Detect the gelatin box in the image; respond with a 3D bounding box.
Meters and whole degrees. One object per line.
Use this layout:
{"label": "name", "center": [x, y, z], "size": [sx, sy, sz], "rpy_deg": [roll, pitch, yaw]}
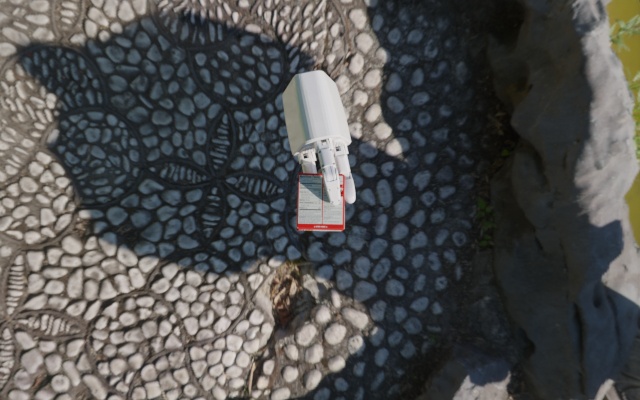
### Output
{"label": "gelatin box", "center": [0.000, 0.003, 0.742], "size": [0.073, 0.089, 0.030], "rpy_deg": [1, -9, -4]}
